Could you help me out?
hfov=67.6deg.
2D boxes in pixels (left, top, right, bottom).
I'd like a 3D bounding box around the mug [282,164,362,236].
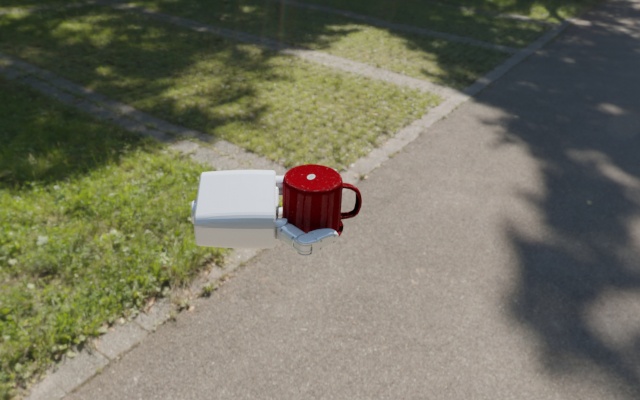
[{"bbox_3d":[0.002,0.002,0.662,0.117,0.081,0.093,-1,32,-6],"label":"mug"}]
